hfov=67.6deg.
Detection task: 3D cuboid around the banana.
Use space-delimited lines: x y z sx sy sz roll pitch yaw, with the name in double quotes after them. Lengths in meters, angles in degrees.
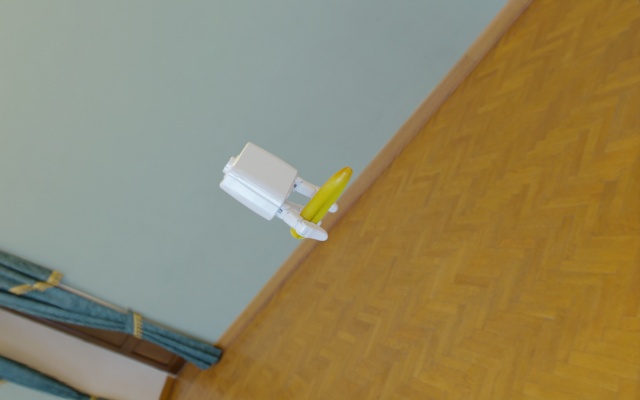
-0.008 0.015 0.853 0.037 0.198 0.069 36 42 -2 "banana"
